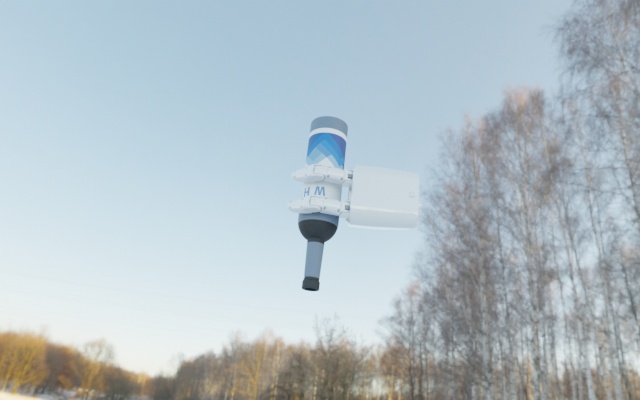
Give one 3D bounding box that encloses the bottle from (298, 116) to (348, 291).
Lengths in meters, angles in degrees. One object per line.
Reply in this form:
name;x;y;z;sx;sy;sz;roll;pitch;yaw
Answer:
bottle;0.000;0.002;0.793;0.069;0.295;0.069;6;-23;2
